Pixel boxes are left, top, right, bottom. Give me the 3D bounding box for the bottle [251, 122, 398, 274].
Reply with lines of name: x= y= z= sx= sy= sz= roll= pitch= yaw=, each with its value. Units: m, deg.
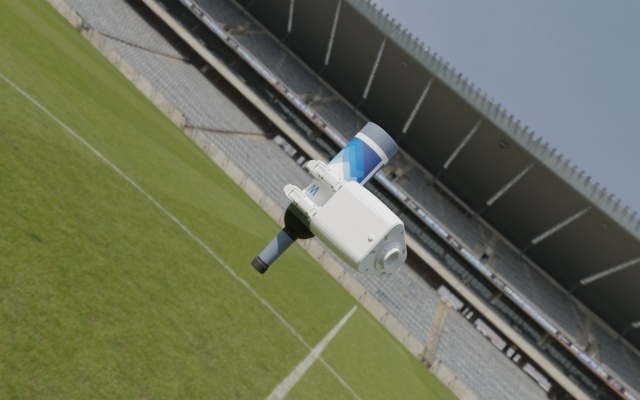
bottle: x=0.000 y=0.002 z=0.767 sx=0.069 sy=0.295 sz=0.069 roll=44 pitch=-3 yaw=3
